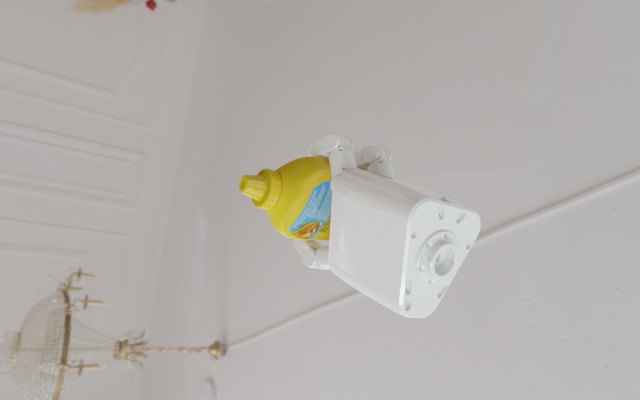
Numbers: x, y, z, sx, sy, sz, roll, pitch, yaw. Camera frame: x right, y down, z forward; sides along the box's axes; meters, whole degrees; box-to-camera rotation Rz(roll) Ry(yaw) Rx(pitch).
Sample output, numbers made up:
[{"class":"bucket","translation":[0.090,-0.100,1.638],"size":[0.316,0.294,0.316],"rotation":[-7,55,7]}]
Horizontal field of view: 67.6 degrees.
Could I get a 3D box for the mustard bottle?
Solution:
[{"class":"mustard bottle","translation":[0.000,0.002,0.522],"size":[0.191,0.096,0.058],"rotation":[13,32,-36]}]
